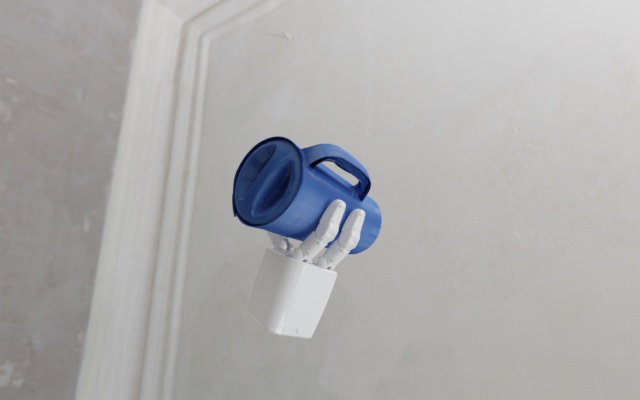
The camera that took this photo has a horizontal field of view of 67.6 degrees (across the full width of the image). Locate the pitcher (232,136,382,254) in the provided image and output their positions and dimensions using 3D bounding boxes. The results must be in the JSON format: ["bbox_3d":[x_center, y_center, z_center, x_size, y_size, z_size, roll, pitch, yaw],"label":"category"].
[{"bbox_3d":[0.000,0.003,0.734,0.149,0.145,0.243,18,-5,42],"label":"pitcher"}]
